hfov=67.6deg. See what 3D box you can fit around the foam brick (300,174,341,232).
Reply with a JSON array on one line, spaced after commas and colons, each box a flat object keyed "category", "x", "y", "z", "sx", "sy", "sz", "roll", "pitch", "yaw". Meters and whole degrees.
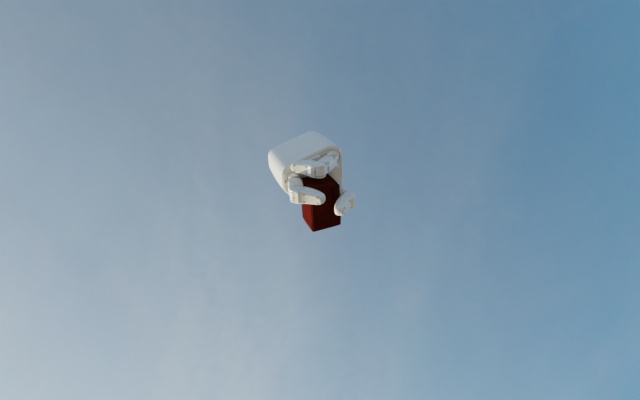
[{"category": "foam brick", "x": 0.000, "y": 0.003, "z": 0.797, "sx": 0.053, "sy": 0.078, "sz": 0.051, "roll": -12, "pitch": 28, "yaw": -19}]
